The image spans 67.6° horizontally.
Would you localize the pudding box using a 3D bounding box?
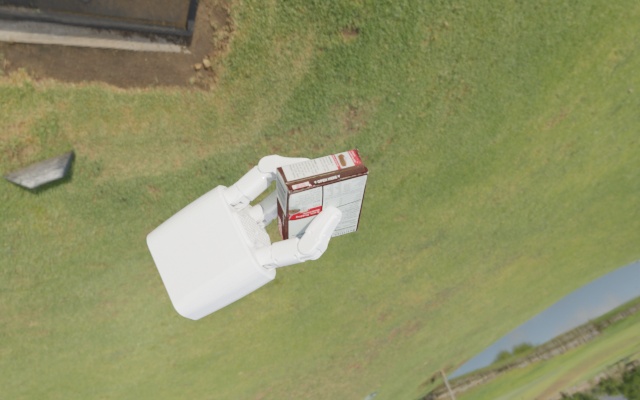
[{"bbox_3d":[0.000,0.002,0.521,0.090,0.039,0.114,-15,-33,-15],"label":"pudding box"}]
